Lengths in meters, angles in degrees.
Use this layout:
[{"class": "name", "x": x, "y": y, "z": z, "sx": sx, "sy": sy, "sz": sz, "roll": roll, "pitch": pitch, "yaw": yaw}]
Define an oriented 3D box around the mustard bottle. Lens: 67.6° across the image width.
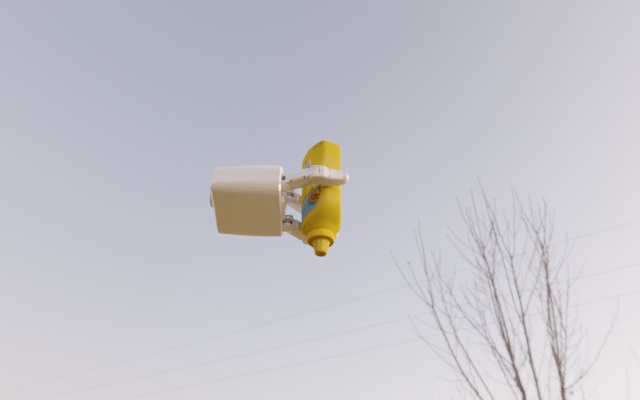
[{"class": "mustard bottle", "x": 0.000, "y": 0.002, "z": 0.759, "sx": 0.058, "sy": 0.191, "sz": 0.096, "roll": 16, "pitch": -40, "yaw": -19}]
